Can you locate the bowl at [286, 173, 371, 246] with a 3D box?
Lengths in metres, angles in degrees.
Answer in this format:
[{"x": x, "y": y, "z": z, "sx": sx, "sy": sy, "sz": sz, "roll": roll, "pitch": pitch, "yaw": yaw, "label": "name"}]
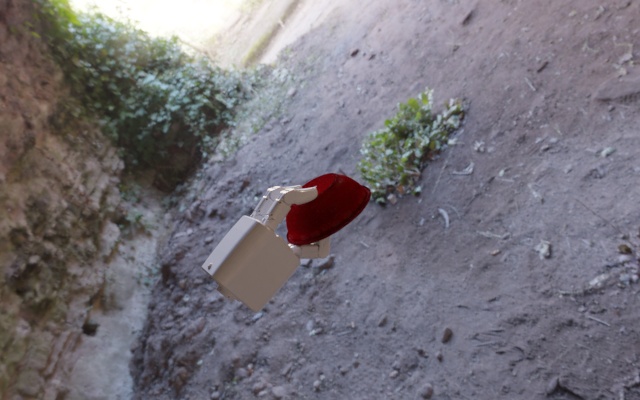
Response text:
[{"x": 0.001, "y": 0.001, "z": 0.787, "sx": 0.162, "sy": 0.055, "sz": 0.162, "roll": -28, "pitch": 20, "yaw": 11, "label": "bowl"}]
